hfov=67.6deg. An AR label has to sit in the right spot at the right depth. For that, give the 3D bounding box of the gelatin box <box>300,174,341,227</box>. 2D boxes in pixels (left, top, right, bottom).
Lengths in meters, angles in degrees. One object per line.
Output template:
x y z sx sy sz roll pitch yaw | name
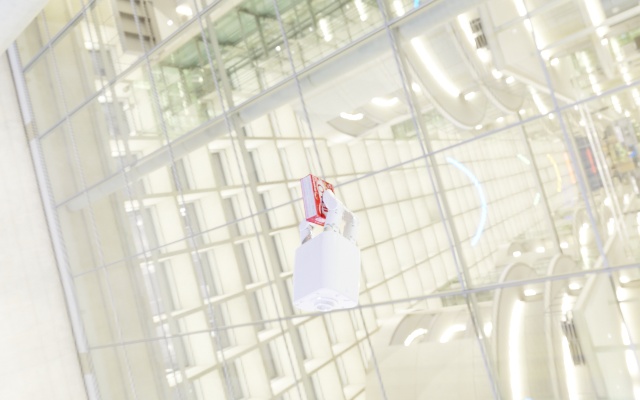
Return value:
0.000 0.003 0.891 0.030 0.089 0.073 -26 -29 30 | gelatin box
